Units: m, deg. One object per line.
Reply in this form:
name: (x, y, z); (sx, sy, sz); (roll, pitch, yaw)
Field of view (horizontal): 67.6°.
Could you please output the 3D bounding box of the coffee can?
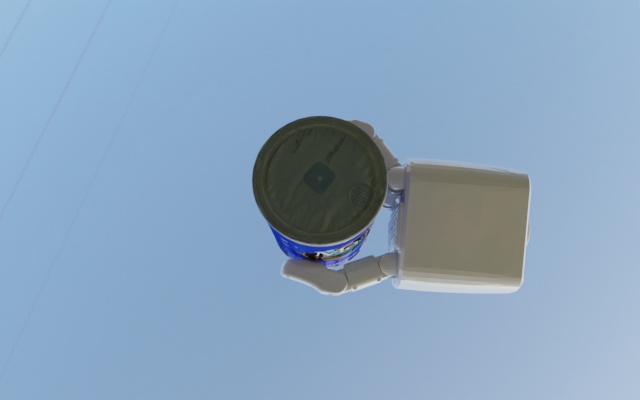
coffee can: (0.000, 0.001, 0.425); (0.103, 0.102, 0.140); (0, -15, 0)
